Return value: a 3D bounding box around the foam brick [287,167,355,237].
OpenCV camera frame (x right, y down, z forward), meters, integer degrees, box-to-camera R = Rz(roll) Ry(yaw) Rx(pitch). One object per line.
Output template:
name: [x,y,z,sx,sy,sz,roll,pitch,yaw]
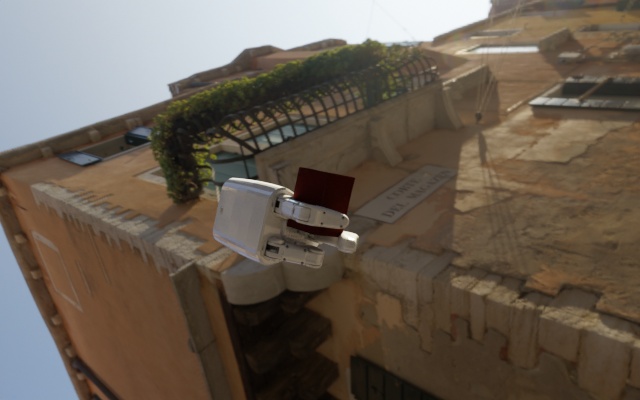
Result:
foam brick: [0.000,0.002,0.589,0.051,0.078,0.053,15,3,43]
